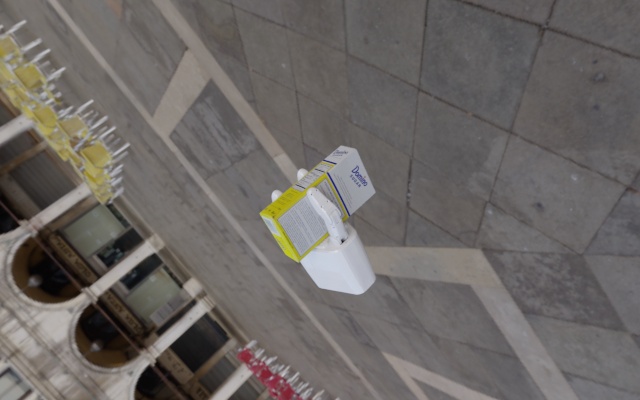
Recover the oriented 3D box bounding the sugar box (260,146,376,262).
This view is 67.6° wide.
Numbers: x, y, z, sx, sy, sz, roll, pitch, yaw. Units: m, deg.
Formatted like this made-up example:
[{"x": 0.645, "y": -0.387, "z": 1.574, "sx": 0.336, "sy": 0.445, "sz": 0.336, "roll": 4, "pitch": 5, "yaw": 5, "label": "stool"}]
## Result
[{"x": 0.000, "y": 0.002, "z": 0.745, "sx": 0.176, "sy": 0.093, "sz": 0.048, "roll": -42, "pitch": 34, "yaw": -22, "label": "sugar box"}]
